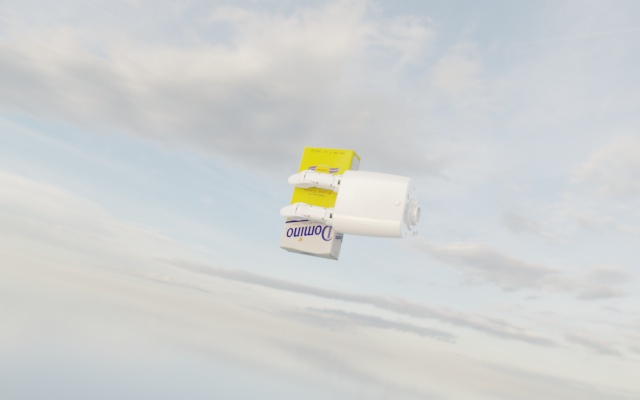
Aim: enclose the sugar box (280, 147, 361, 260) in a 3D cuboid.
[{"bbox_3d":[0.000,0.002,0.779,0.093,0.176,0.048,6,-17,26],"label":"sugar box"}]
